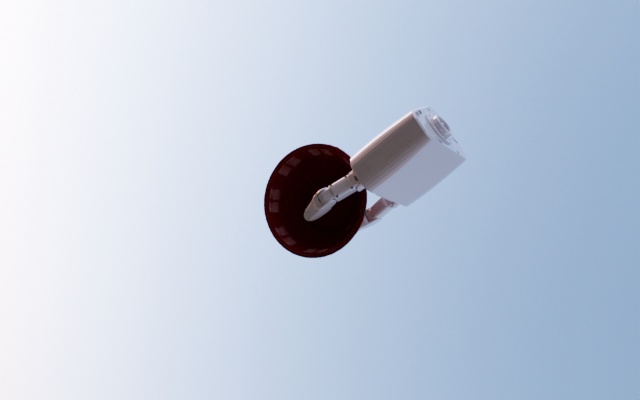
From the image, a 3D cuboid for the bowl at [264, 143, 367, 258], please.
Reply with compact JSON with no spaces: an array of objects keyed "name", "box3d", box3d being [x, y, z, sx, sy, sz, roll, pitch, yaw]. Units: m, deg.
[{"name":"bowl","box3d":[-0.001,0.003,0.688,0.162,0.162,0.055,0,-6,26]}]
